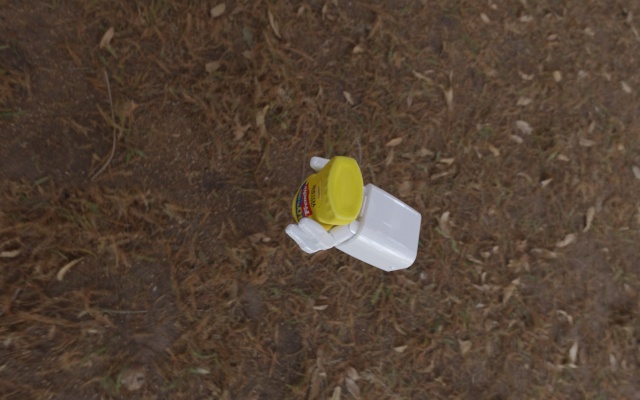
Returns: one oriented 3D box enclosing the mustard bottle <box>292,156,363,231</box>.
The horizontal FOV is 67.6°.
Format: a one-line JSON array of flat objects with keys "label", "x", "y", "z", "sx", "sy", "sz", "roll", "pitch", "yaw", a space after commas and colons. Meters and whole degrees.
[{"label": "mustard bottle", "x": 0.000, "y": 0.002, "z": 0.752, "sx": 0.058, "sy": 0.096, "sz": 0.192, "roll": 5, "pitch": -15, "yaw": -22}]
